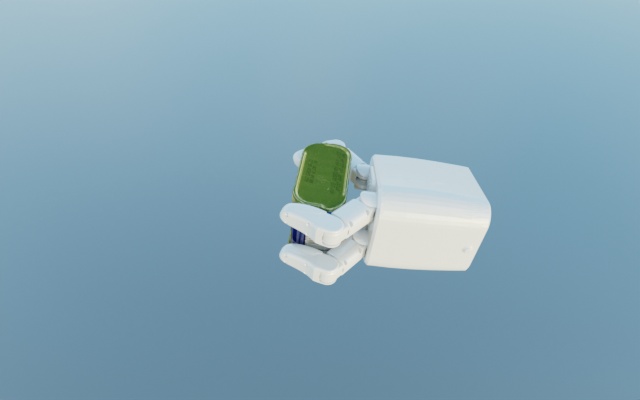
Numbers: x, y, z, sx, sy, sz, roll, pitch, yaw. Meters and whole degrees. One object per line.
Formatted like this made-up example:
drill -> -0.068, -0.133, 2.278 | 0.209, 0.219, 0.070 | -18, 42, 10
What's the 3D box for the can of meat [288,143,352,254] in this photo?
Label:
can of meat -> 0.000, 0.001, 0.496 | 0.057, 0.084, 0.102 | 8, 45, 1
